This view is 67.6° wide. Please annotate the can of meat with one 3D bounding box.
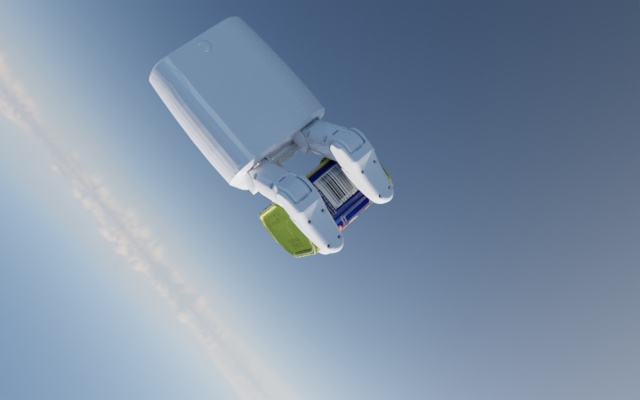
[{"bbox_3d":[0.000,0.002,0.406,0.084,0.057,0.102,-40,3,-19],"label":"can of meat"}]
